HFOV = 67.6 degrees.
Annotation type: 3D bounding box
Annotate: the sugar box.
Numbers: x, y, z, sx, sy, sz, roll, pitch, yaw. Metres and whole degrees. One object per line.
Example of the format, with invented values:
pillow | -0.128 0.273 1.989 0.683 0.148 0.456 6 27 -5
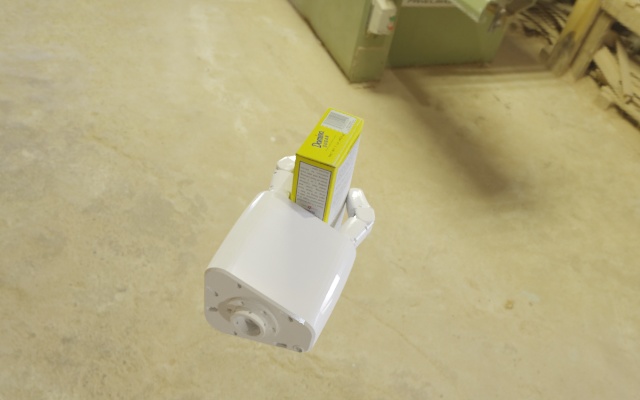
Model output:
sugar box | 0.000 0.001 0.507 0.048 0.176 0.093 21 43 9
